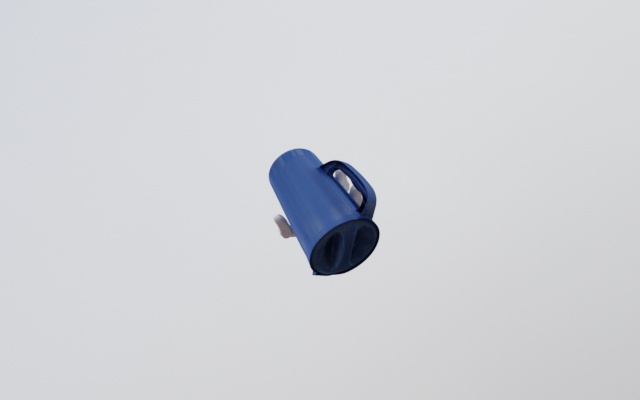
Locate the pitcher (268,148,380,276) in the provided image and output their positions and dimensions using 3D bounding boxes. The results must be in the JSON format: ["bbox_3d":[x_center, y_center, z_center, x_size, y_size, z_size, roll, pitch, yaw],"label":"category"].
[{"bbox_3d":[0.000,0.003,0.872,0.149,0.145,0.242,-26,48,-9],"label":"pitcher"}]
